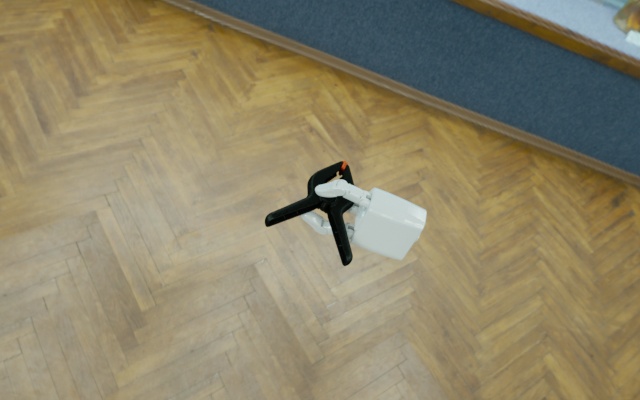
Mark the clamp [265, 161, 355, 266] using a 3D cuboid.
[{"bbox_3d":[0.001,0.002,0.868,0.164,0.209,0.036,22,-37,-6],"label":"clamp"}]
